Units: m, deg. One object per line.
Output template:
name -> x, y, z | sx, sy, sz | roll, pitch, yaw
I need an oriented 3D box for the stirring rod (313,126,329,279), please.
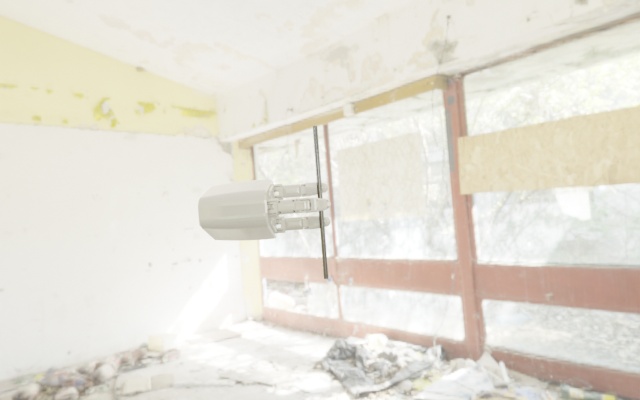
stirring rod -> 0.000, 0.003, 0.750 | 0.011, 0.239, 0.011 | -4, -2, 0
